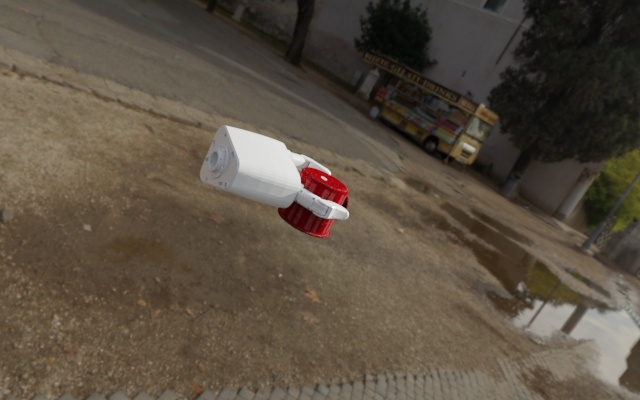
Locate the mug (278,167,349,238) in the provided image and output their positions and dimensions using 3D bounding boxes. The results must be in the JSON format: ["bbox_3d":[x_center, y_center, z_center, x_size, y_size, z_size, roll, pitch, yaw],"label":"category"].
[{"bbox_3d":[0.001,0.003,0.761,0.117,0.081,0.093,14,20,-40],"label":"mug"}]
